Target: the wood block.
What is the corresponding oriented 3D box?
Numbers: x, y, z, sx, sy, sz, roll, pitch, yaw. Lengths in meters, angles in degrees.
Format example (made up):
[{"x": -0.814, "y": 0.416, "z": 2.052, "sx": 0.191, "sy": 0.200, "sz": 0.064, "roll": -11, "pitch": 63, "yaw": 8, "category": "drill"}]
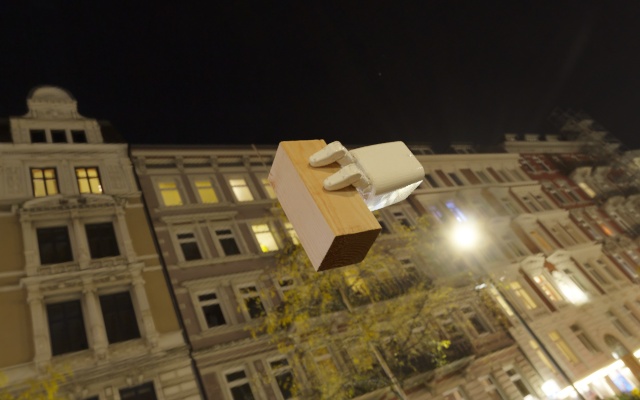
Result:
[{"x": 0.000, "y": 0.003, "z": 0.784, "sx": 0.090, "sy": 0.206, "sz": 0.091, "roll": -8, "pitch": -40, "yaw": -31, "category": "wood block"}]
